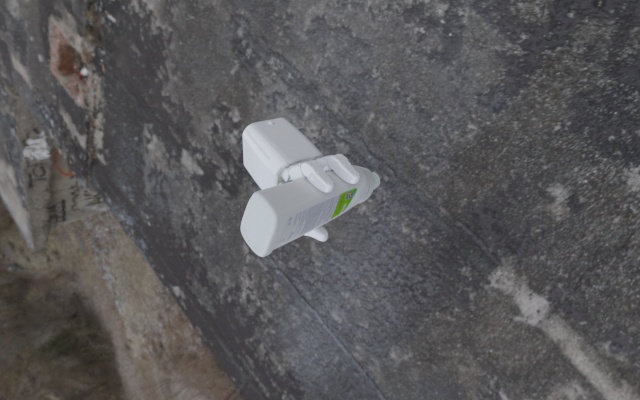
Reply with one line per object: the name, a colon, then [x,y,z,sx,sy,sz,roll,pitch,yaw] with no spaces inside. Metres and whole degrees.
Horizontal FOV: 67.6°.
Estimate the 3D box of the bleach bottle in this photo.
bleach bottle: [0.000,0.002,0.755,0.251,0.103,0.068,-20,58,-40]
